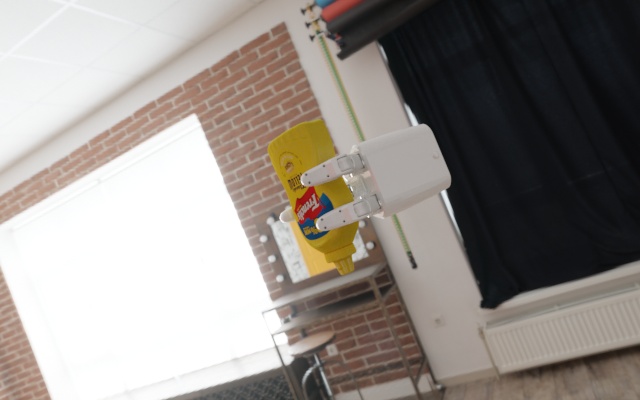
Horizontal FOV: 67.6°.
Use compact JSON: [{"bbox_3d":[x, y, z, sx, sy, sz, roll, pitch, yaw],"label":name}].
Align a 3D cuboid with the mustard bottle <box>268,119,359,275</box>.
[{"bbox_3d":[0.000,0.002,0.605,0.058,0.191,0.096,-20,-3,-41],"label":"mustard bottle"}]
